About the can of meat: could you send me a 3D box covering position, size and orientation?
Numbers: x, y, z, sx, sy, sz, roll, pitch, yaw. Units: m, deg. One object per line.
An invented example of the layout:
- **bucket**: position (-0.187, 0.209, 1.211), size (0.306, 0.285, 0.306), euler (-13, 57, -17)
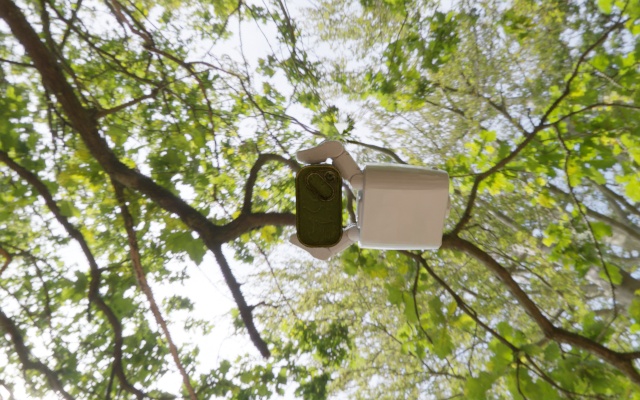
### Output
- **can of meat**: position (0.000, 0.002, 0.616), size (0.057, 0.102, 0.084), euler (-1, 8, 3)
